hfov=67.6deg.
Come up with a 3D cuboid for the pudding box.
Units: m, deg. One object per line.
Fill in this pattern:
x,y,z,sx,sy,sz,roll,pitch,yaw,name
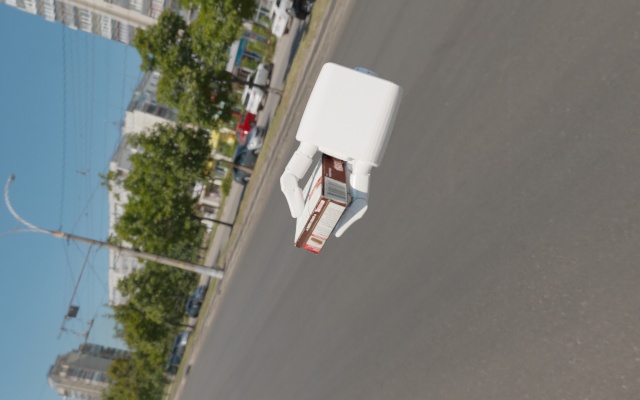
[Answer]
0.000,0.002,0.642,0.039,0.090,0.113,21,31,-11,pudding box
